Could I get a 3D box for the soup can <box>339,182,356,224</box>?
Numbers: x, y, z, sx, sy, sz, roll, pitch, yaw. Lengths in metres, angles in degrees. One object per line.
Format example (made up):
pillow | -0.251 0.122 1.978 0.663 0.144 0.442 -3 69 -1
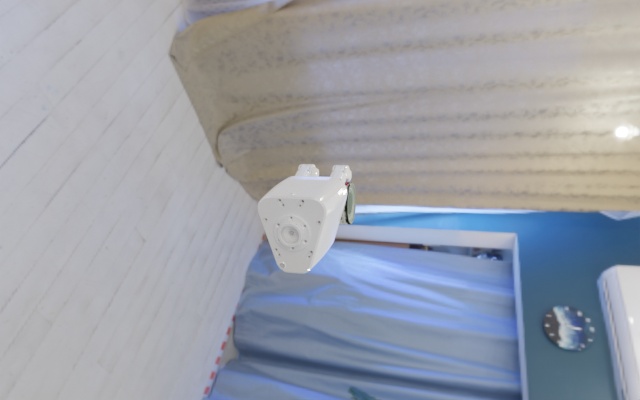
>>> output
soup can | 0.001 0.002 0.756 0.102 0.068 0.068 2 0 15
